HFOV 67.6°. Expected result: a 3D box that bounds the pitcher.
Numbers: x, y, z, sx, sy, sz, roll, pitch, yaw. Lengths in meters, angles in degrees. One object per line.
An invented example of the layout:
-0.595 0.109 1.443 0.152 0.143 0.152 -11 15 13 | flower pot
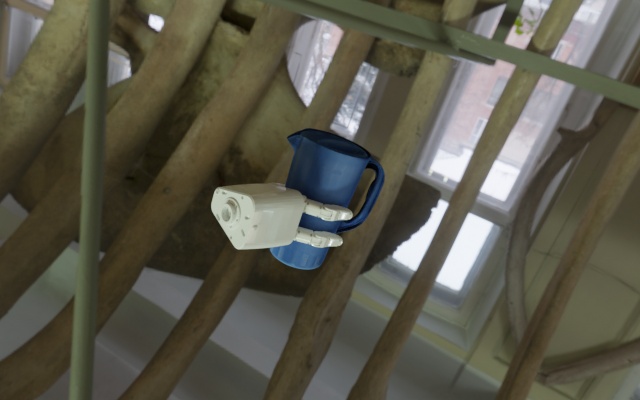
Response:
0.000 0.003 0.874 0.149 0.243 0.145 34 24 35 | pitcher
